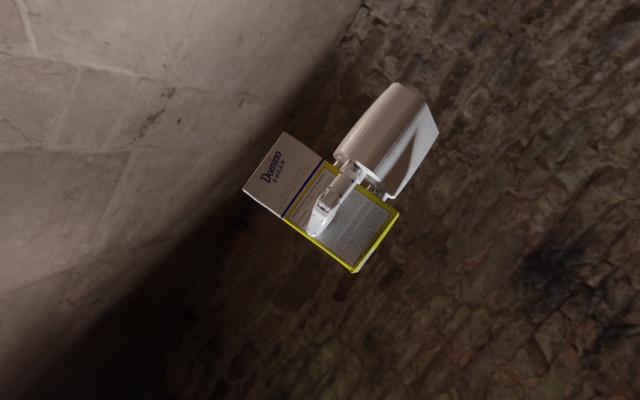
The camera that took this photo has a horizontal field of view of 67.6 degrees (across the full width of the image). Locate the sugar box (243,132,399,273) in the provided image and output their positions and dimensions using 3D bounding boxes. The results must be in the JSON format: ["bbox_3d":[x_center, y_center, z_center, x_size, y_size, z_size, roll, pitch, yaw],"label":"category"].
[{"bbox_3d":[0.000,0.002,0.599,0.176,0.093,0.048,37,0,13],"label":"sugar box"}]
